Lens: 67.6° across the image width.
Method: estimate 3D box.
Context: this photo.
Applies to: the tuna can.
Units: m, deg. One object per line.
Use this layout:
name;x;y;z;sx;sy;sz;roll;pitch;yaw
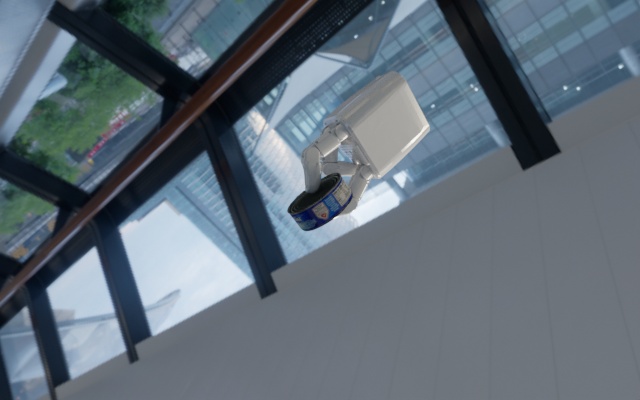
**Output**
tuna can;0.000;0.003;0.633;0.086;0.034;0.086;-33;16;11
